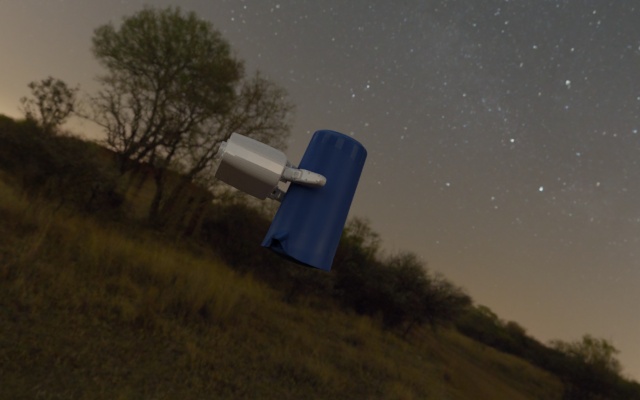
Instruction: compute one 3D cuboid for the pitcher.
[{"bbox_3d":[0.000,0.003,0.882,0.145,0.243,0.149,24,-7,-13],"label":"pitcher"}]
